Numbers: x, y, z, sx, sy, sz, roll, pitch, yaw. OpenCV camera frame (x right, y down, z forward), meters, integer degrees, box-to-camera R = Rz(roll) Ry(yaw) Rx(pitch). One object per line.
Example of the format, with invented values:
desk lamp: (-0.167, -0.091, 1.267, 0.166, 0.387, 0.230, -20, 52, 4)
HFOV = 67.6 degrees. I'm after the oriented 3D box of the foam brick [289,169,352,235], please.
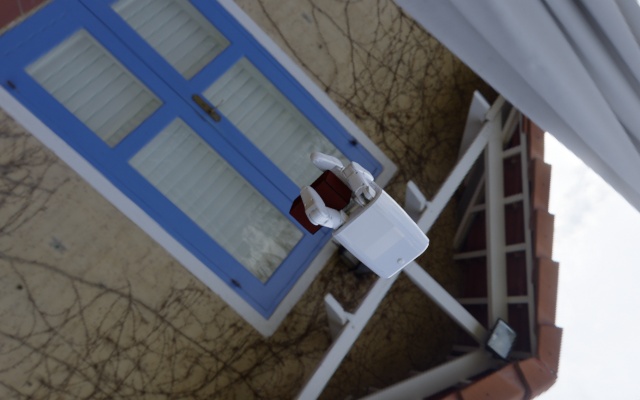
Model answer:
foam brick: (0.000, 0.002, 0.707, 0.078, 0.051, 0.053, -42, 12, 22)
